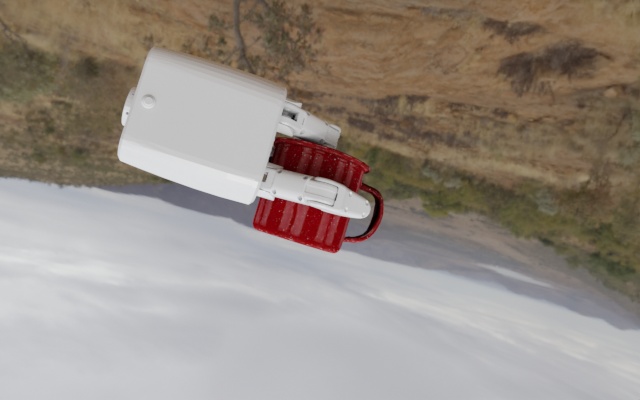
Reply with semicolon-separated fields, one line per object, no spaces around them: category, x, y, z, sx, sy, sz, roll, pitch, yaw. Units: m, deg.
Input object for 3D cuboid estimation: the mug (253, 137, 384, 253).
mug;0.001;0.002;0.429;0.117;0.081;0.093;18;-5;-13
